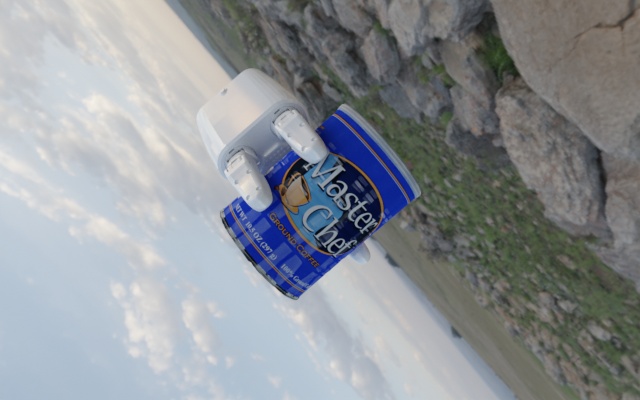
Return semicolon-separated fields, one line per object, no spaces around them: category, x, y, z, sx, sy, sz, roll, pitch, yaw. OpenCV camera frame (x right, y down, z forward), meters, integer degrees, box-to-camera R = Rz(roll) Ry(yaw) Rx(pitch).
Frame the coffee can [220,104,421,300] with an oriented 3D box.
coffee can;0.000;0.001;0.413;0.140;0.103;0.103;-41;-1;2
